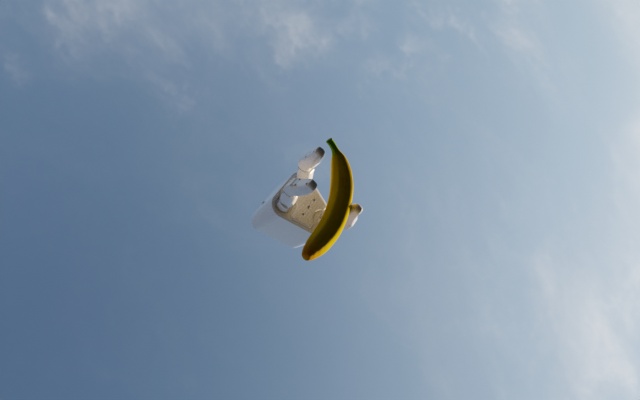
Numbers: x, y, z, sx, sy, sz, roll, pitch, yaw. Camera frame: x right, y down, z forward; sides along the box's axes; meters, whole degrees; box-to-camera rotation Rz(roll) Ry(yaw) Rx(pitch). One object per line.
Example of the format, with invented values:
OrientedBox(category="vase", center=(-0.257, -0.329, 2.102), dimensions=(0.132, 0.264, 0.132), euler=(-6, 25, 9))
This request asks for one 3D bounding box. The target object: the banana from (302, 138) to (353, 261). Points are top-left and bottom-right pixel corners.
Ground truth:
OrientedBox(category="banana", center=(0.016, 0.006, 0.722), dimensions=(0.070, 0.197, 0.037), euler=(24, -27, -27))
